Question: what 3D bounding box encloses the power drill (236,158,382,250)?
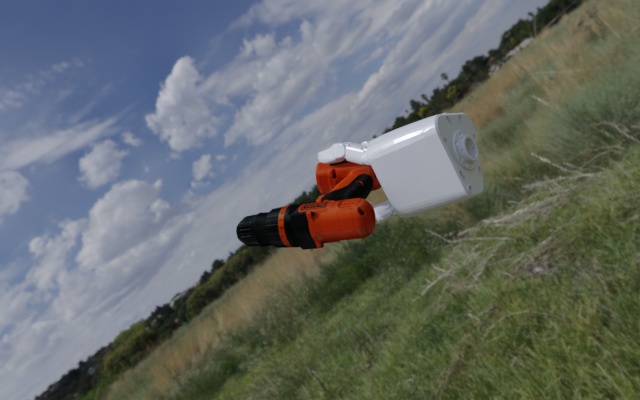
[{"bbox_3d":[0.000,0.002,0.637,0.184,0.057,0.187,-6,25,25],"label":"power drill"}]
